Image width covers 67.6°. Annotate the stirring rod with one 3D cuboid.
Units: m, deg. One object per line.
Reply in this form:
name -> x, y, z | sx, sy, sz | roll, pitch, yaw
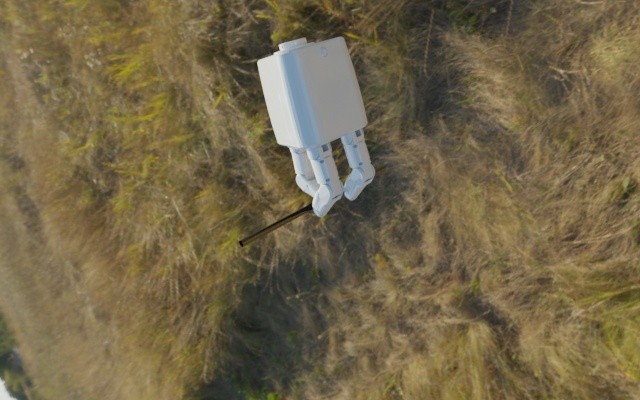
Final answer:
stirring rod -> 0.000, 0.002, 0.595 | 0.239, 0.011, 0.011 | -28, 17, -35
